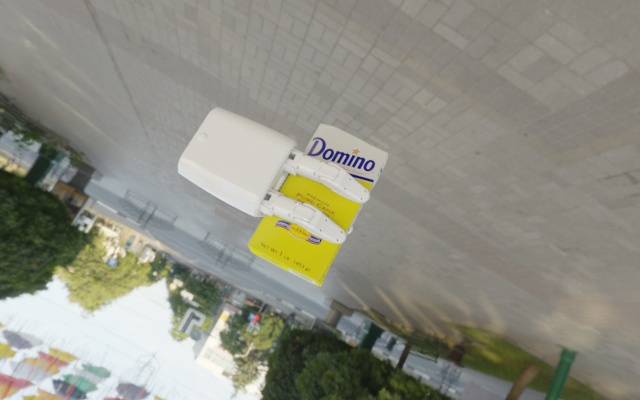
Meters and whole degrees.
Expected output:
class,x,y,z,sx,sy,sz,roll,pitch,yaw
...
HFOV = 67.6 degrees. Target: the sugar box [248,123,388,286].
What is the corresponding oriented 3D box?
class,x,y,z,sx,sy,sz,roll,pitch,yaw
sugar box,0.000,0.002,0.560,0.093,0.176,0.048,26,-15,8
